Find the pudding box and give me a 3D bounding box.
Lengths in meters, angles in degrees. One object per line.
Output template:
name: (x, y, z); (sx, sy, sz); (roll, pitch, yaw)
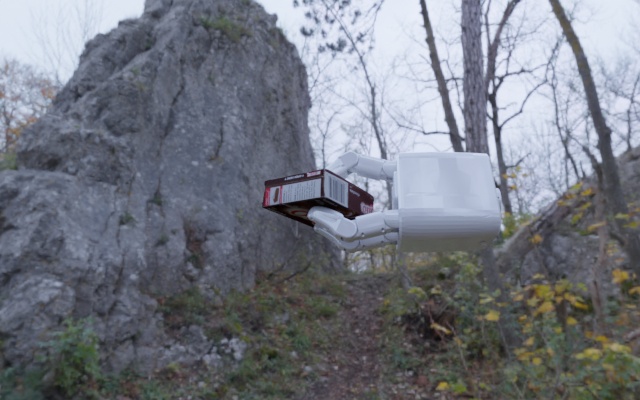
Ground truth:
pudding box: (0.000, 0.002, 0.574); (0.090, 0.039, 0.113); (-10, -24, 33)
